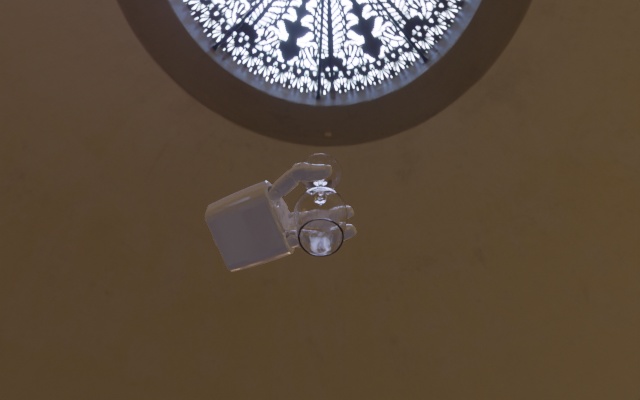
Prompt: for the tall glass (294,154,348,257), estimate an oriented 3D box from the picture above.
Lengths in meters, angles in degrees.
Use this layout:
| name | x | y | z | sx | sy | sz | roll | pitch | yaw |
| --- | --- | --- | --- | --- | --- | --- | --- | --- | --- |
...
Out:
| name | x | y | z | sx | sy | sz | roll | pitch | yaw |
| --- | --- | --- | --- | --- | --- | --- | --- | --- | --- |
| tall glass | 0.000 | 0.002 | 0.727 | 0.079 | 0.079 | 0.201 | 0 | 29 | -1 |
